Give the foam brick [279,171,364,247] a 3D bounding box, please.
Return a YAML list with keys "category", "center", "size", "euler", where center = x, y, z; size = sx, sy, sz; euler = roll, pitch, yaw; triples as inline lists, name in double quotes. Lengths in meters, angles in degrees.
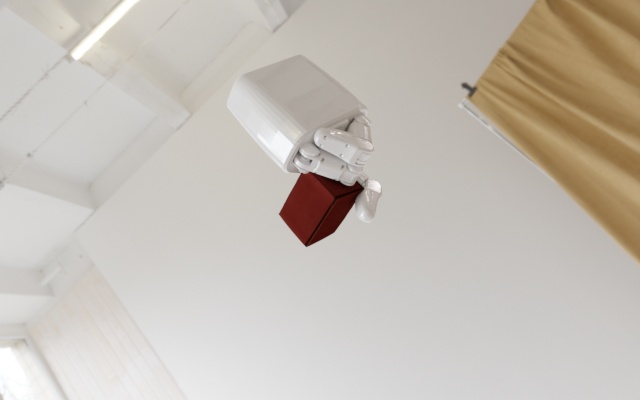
- category: "foam brick"
  center: [0.000, 0.002, 0.525]
  size: [0.051, 0.078, 0.053]
  euler: [46, 37, 19]
